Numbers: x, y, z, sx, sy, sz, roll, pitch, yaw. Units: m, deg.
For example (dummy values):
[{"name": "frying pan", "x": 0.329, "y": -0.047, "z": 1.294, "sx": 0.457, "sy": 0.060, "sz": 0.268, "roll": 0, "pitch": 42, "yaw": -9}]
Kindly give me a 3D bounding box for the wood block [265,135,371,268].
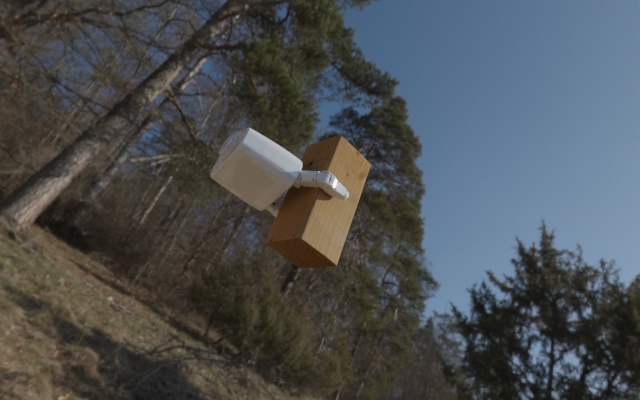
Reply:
[{"name": "wood block", "x": 0.000, "y": 0.002, "z": 0.812, "sx": 0.091, "sy": 0.206, "sz": 0.090, "roll": -12, "pitch": -43, "yaw": 46}]
